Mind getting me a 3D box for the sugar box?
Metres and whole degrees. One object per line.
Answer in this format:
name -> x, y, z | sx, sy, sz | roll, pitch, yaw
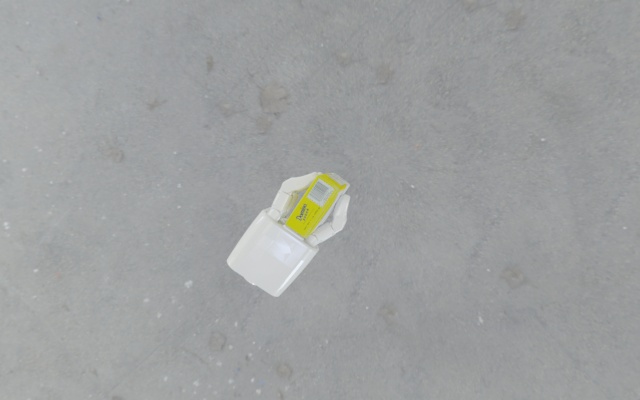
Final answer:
sugar box -> 0.000, 0.002, 0.785 | 0.048, 0.093, 0.176 | 35, 8, 2
